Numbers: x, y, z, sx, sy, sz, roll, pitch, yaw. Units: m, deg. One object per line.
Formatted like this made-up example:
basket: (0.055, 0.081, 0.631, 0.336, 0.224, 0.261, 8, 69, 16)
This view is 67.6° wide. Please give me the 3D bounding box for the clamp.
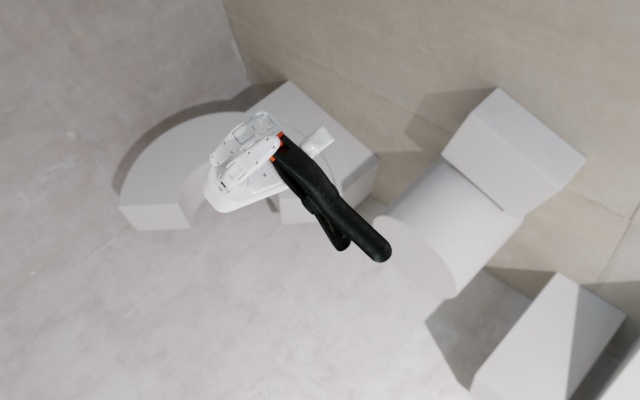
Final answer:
clamp: (0.000, 0.002, 0.528, 0.039, 0.171, 0.120, -42, 5, -21)
